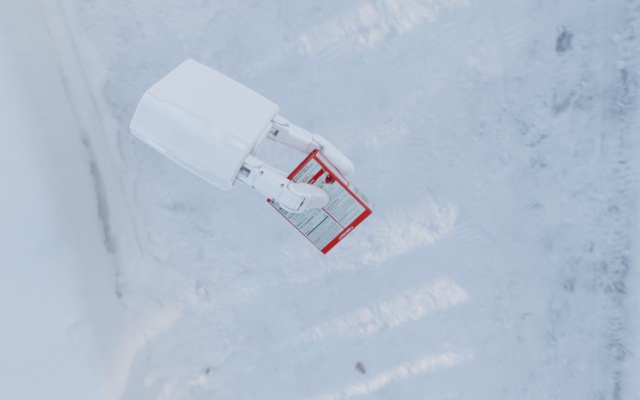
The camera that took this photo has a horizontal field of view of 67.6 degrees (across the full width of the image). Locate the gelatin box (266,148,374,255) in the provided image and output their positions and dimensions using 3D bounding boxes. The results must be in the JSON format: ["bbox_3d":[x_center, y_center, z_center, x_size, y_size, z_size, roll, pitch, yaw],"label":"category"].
[{"bbox_3d":[0.000,0.002,0.506,0.073,0.089,0.030,-44,7,19],"label":"gelatin box"}]
